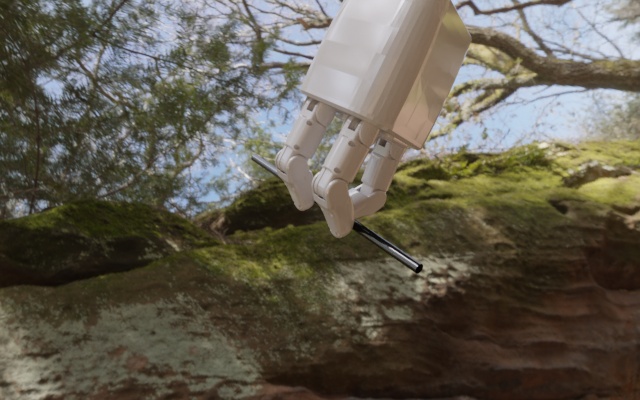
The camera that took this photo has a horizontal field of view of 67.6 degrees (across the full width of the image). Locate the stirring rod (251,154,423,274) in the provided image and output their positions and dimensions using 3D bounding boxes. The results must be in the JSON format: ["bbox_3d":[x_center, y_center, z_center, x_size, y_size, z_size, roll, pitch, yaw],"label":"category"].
[{"bbox_3d":[0.000,0.001,0.426,0.011,0.011,0.239,0,23,-40],"label":"stirring rod"}]
